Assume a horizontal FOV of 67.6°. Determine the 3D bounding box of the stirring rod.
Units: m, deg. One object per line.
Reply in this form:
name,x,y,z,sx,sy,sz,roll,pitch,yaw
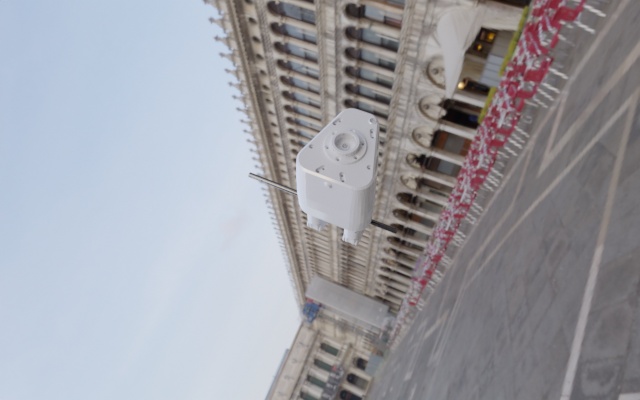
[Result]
stirring rod,0.000,0.002,0.711,0.239,0.011,0.011,21,5,12
